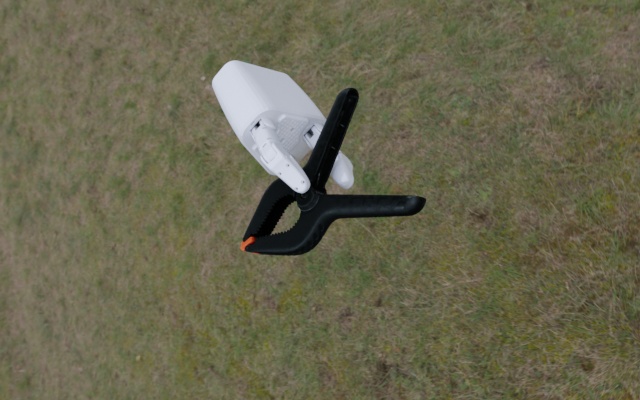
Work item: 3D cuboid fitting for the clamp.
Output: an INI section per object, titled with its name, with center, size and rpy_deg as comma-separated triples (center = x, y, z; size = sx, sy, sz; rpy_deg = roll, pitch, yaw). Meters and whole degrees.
[clamp]
center = -0.001, 0.002, 0.506
size = 0.210, 0.164, 0.036
rpy_deg = -44, -34, 16
